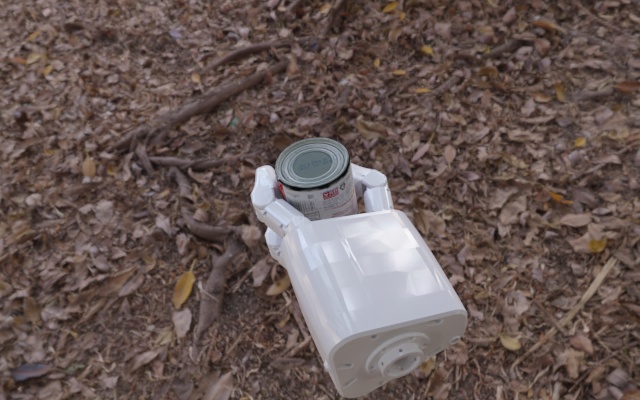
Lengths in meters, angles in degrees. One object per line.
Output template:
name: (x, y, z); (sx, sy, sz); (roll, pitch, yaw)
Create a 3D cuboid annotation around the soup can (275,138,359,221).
soup can: (0.000, 0.001, 0.446); (0.068, 0.068, 0.102); (0, -43, 12)
